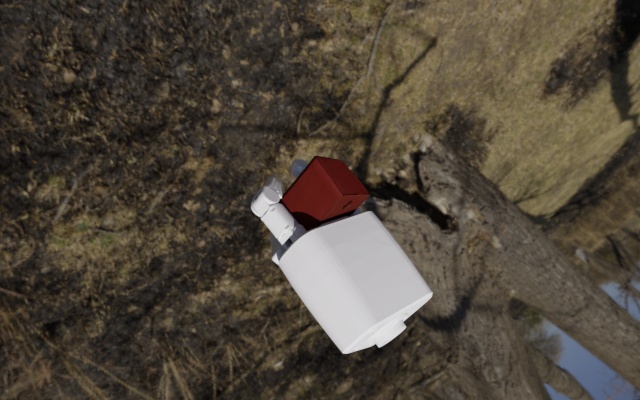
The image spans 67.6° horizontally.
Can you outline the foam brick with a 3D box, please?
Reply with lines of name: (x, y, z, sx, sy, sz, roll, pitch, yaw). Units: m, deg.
foam brick: (0.000, 0.001, 0.481, 0.078, 0.051, 0.053, -49, -26, 25)
